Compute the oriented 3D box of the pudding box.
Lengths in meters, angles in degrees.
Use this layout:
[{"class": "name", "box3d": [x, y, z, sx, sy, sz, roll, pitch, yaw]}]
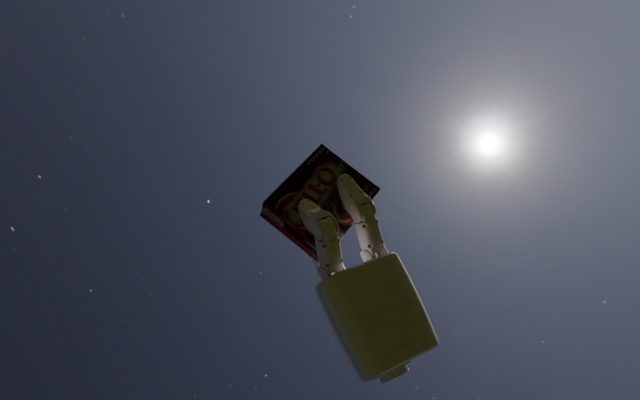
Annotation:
[{"class": "pudding box", "box3d": [0.000, 0.002, 0.547, 0.090, 0.113, 0.039, 38, -32, 6]}]
